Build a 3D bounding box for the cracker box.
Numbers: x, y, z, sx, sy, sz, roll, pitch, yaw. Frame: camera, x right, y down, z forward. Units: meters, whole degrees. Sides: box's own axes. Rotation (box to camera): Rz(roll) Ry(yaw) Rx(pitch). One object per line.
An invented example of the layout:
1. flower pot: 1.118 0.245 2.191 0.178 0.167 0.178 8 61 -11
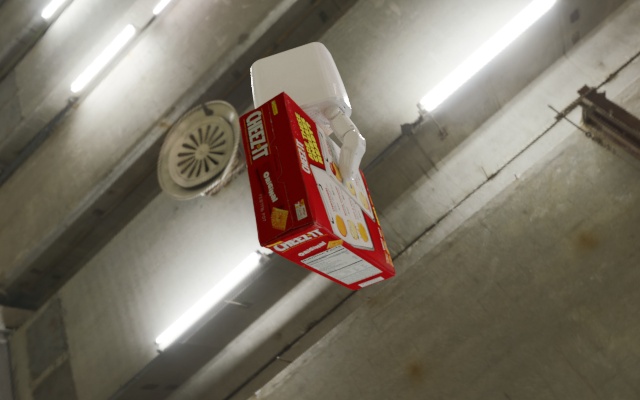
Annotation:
1. cracker box: 0.000 0.002 0.560 0.072 0.164 0.214 -26 -31 19
